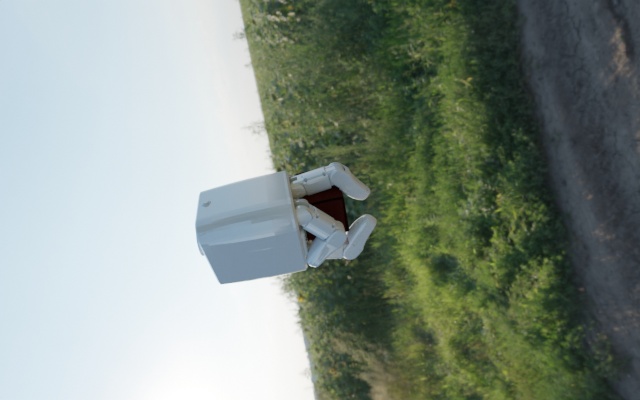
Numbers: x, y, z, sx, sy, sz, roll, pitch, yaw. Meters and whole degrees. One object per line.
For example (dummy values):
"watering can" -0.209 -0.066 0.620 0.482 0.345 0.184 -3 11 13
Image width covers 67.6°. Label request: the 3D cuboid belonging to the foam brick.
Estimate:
"foam brick" 0.000 0.002 0.585 0.051 0.053 0.078 -13 32 -2
